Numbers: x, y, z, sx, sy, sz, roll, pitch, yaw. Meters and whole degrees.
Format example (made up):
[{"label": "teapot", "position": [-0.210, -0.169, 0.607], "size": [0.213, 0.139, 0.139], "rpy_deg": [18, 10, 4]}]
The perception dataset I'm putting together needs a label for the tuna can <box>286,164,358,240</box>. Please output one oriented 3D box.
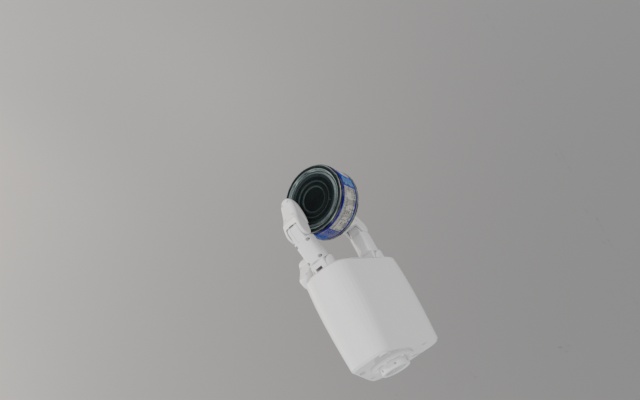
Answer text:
[{"label": "tuna can", "position": [0.000, 0.002, 0.560], "size": [0.086, 0.086, 0.034], "rpy_deg": [0, -14, 39]}]
